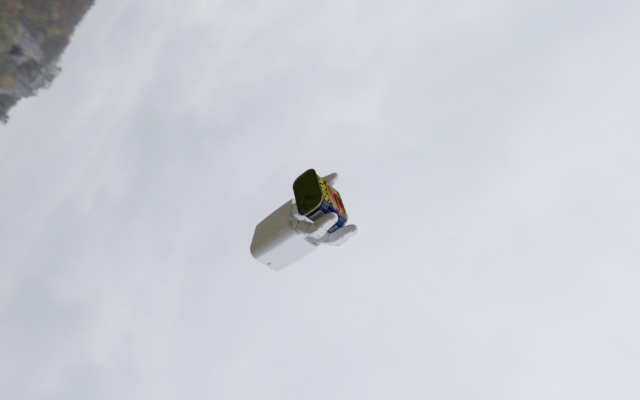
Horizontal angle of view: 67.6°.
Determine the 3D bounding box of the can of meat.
[{"bbox_3d":[0.000,0.003,0.895,0.057,0.102,0.084,-36,-49,19],"label":"can of meat"}]
